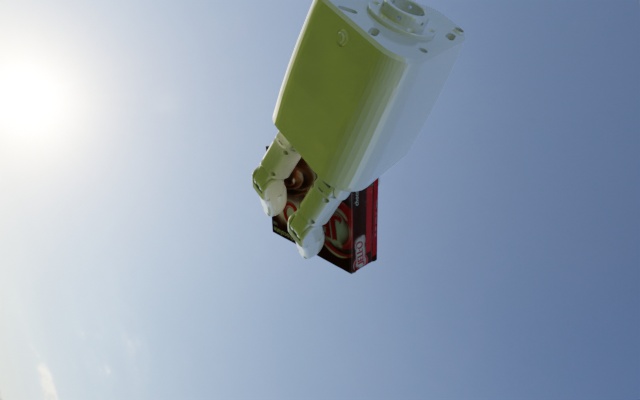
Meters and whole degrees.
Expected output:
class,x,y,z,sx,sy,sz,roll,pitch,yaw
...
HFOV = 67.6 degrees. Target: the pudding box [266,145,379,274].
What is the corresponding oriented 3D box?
class,x,y,z,sx,sy,sz,roll,pitch,yaw
pudding box,0.000,0.001,0.424,0.039,0.090,0.113,-19,28,-36
